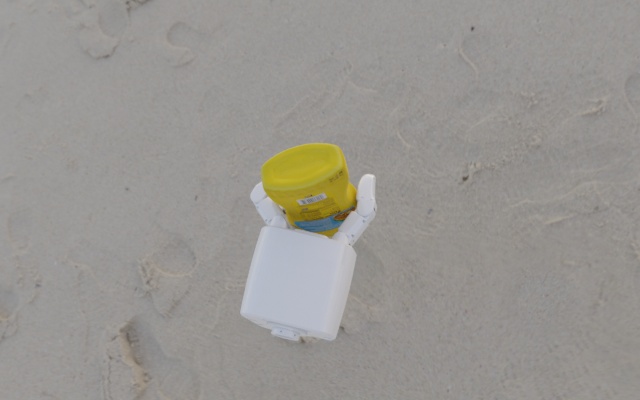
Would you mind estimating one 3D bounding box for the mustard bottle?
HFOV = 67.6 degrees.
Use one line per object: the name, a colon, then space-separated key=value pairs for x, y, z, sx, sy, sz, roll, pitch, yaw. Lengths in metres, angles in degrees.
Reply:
mustard bottle: x=0.000 y=0.002 z=0.605 sx=0.096 sy=0.058 sz=0.192 roll=-16 pitch=-28 yaw=7
